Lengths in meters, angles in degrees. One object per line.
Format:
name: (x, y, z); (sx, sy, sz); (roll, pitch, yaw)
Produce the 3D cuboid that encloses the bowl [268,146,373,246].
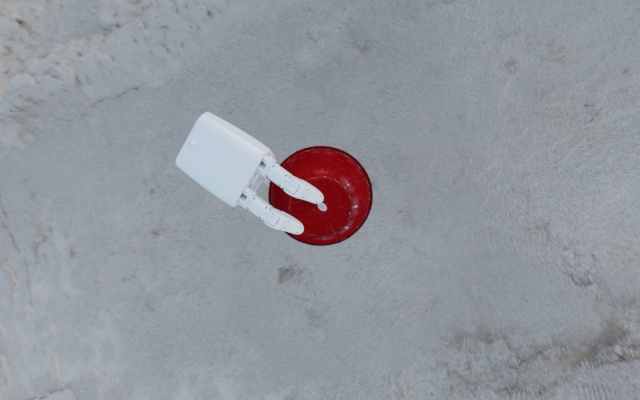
bowl: (0.001, 0.003, 0.712); (0.162, 0.162, 0.055); (0, 17, 0)
